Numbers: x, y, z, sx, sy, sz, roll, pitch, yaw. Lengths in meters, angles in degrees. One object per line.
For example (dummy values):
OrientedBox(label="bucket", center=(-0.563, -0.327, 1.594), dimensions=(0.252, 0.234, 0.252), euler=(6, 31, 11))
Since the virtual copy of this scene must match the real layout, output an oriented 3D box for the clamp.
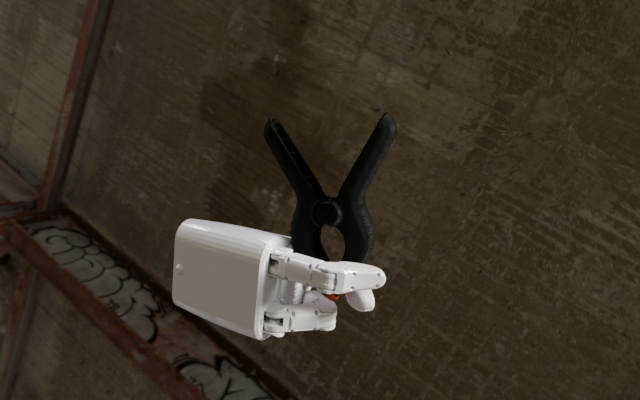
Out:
OrientedBox(label="clamp", center=(0.000, 0.001, 0.432), dimensions=(0.120, 0.171, 0.039), euler=(11, 12, 25))
